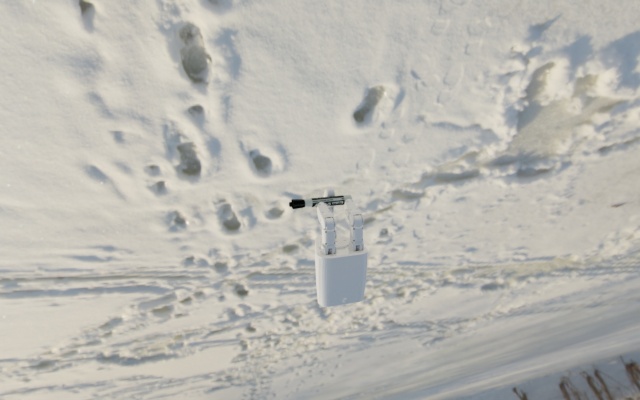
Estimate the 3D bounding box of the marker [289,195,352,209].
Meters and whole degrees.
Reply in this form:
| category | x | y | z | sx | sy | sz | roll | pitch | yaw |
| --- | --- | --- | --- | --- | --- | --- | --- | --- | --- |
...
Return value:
| category | x | y | z | sx | sy | sz | roll | pitch | yaw |
| --- | --- | --- | --- | --- | --- | --- | --- | --- | --- |
| marker | 0.000 | 0.003 | 0.898 | 0.121 | 0.020 | 0.020 | -5 | 1 | -17 |
